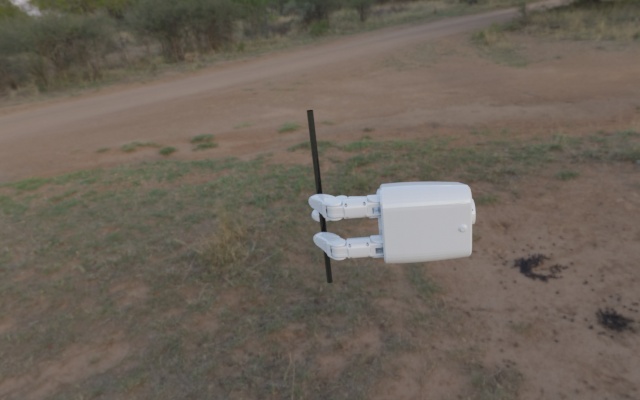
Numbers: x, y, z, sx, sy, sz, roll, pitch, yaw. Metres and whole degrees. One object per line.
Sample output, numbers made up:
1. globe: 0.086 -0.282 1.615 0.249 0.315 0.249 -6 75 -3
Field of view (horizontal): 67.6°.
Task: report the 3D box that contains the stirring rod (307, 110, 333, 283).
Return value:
1. stirring rod: 0.000 0.002 0.624 0.011 0.240 0.011 -6 21 2
